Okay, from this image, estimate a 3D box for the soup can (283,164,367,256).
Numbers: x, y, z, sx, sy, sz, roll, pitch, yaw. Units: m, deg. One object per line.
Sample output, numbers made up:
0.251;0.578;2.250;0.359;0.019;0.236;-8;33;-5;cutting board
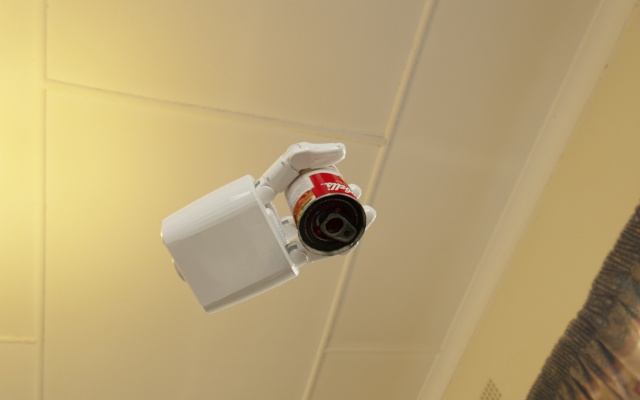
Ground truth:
0.000;0.001;0.494;0.068;0.068;0.102;0;27;-15;soup can
